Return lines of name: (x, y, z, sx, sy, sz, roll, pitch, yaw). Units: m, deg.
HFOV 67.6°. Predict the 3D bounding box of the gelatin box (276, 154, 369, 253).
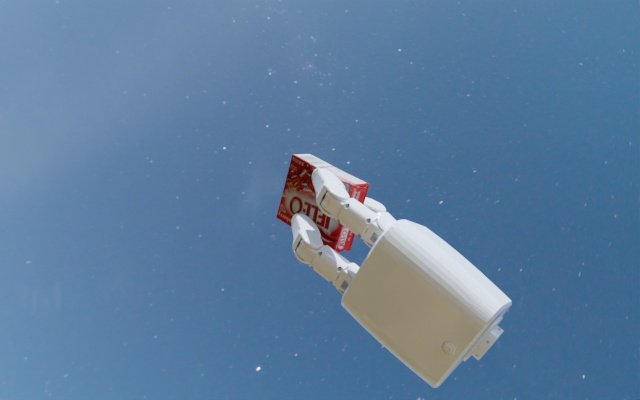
gelatin box: (0.000, 0.001, 0.484, 0.089, 0.073, 0.030, 30, 23, 36)
